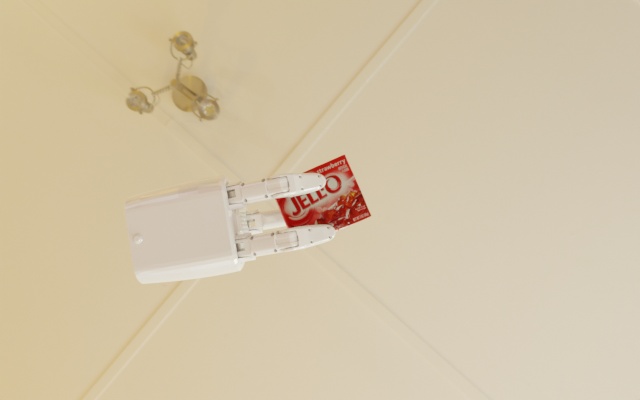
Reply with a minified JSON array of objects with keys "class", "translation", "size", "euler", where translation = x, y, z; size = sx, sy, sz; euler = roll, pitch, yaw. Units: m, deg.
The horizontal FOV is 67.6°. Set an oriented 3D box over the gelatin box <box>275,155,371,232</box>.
[{"class":"gelatin box","translation":[0.000,0.002,0.519],"size":[0.089,0.073,0.030],"euler":[-23,-4,-3]}]
